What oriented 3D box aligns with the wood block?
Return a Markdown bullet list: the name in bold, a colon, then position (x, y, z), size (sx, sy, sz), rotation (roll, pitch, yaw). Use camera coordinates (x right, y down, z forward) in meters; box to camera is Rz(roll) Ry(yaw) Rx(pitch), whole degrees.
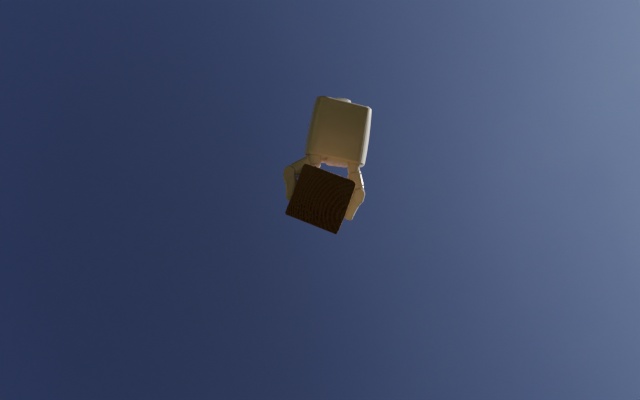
- **wood block**: position (0.001, 0.003, 0.848), size (0.091, 0.090, 0.206), rotation (21, -3, 1)
